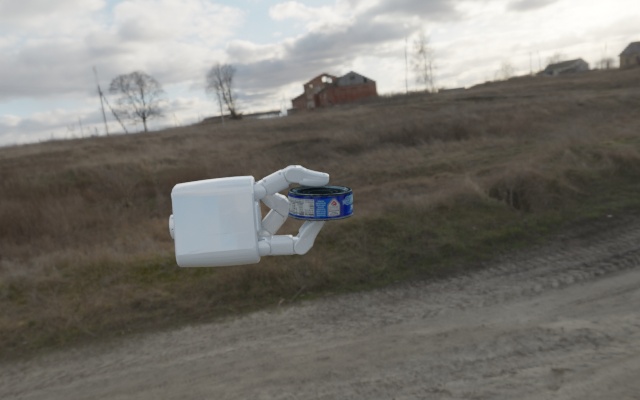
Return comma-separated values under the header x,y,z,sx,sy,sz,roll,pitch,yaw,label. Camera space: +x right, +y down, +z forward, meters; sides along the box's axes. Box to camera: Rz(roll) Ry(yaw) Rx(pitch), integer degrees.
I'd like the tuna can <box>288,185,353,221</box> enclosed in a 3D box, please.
x,y,z,sx,sy,sz,roll,pitch,yaw,label
0.000,0.001,0.625,0.086,0.034,0.086,-1,10,0,tuna can
